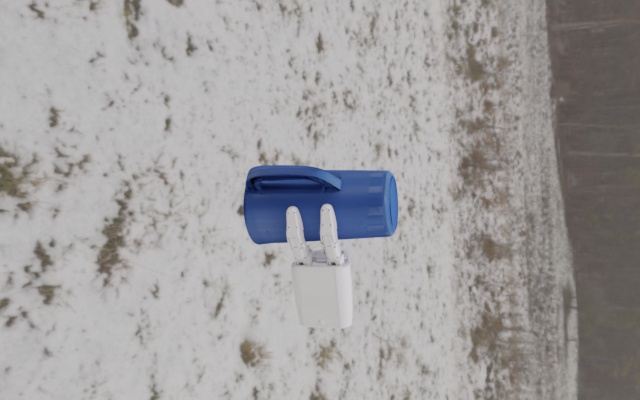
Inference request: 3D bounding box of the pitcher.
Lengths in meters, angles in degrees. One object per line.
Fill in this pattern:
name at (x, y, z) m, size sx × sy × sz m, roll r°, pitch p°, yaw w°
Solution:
pitcher at (0.000, 0.003, 0.793) m, size 0.243 × 0.145 × 0.149 m, roll -2°, pitch 11°, yaw 16°
